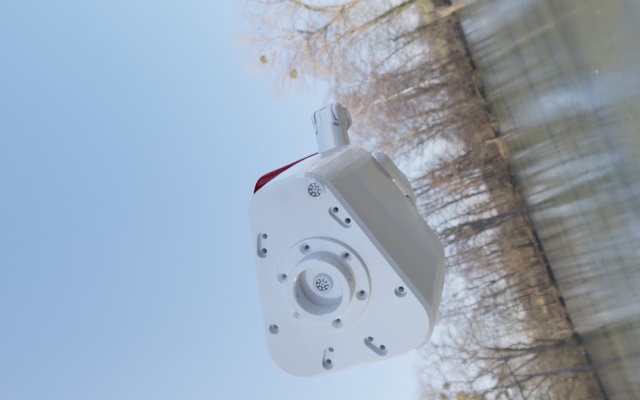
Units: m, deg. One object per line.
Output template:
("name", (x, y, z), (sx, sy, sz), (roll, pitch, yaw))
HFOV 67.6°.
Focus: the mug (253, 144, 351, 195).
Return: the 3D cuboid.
("mug", (0.000, 0.001, 0.417), (0.081, 0.093, 0.117), (-21, 5, 18))
